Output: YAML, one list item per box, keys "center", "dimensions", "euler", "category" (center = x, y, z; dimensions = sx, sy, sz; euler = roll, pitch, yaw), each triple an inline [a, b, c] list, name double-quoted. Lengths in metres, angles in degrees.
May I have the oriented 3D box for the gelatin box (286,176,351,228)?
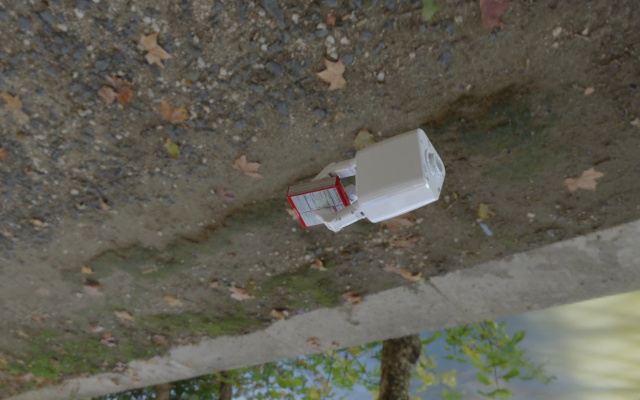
- center: [0.000, 0.003, 0.770]
  dimensions: [0.089, 0.073, 0.030]
  euler: [-12, 40, 18]
  category: "gelatin box"
